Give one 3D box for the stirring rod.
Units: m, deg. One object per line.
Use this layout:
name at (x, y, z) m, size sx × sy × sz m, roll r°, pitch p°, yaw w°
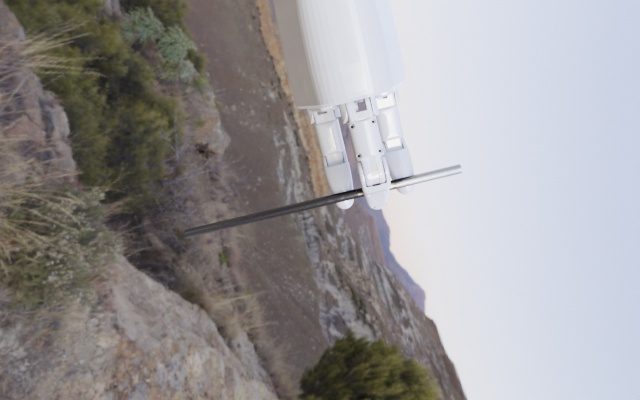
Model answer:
stirring rod at (0.000, 0.001, 0.406) m, size 0.239 × 0.011 × 0.011 m, roll -13°, pitch -1°, yaw 4°
